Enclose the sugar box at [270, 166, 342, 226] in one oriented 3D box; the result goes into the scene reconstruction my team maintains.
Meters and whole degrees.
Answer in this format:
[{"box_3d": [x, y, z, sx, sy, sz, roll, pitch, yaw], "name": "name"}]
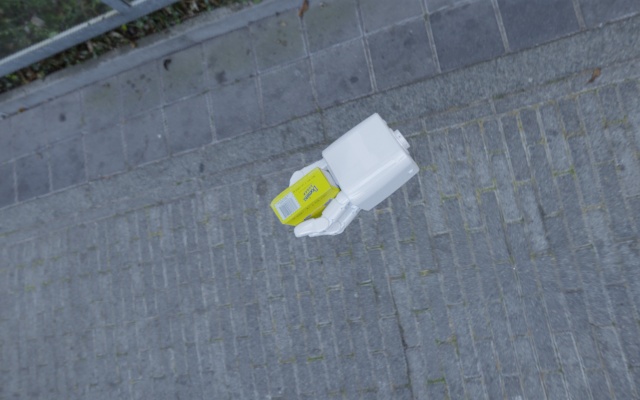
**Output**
[{"box_3d": [0.000, 0.003, 0.763, 0.093, 0.048, 0.176, -36, -19, 13], "name": "sugar box"}]
